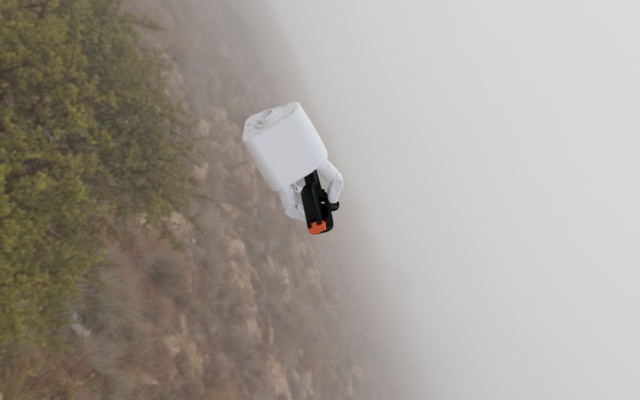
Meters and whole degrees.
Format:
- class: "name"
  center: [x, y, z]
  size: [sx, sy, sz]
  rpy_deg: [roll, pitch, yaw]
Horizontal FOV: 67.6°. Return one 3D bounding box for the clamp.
- class: "clamp"
  center: [0.001, 0.003, 0.881]
  size: [0.036, 0.165, 0.209]
  rpy_deg: [-22, 34, 13]
